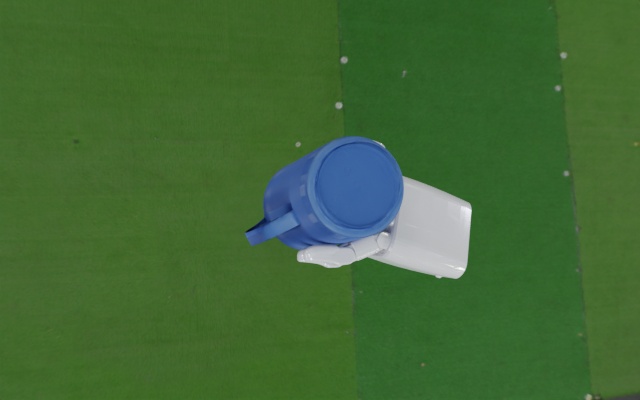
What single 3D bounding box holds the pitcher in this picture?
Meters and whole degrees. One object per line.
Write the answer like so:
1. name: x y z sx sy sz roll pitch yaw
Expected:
1. pitcher: 0.000 0.002 0.601 0.145 0.149 0.243 19 -10 -12
